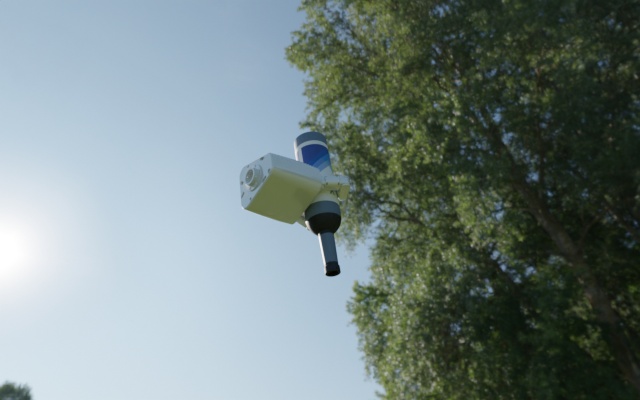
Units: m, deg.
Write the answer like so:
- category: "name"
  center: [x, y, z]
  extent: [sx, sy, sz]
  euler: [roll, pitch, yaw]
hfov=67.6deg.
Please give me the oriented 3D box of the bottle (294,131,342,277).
- category: "bottle"
  center: [0.000, 0.003, 0.893]
  extent: [0.069, 0.295, 0.069]
  euler: [-7, -33, -5]
